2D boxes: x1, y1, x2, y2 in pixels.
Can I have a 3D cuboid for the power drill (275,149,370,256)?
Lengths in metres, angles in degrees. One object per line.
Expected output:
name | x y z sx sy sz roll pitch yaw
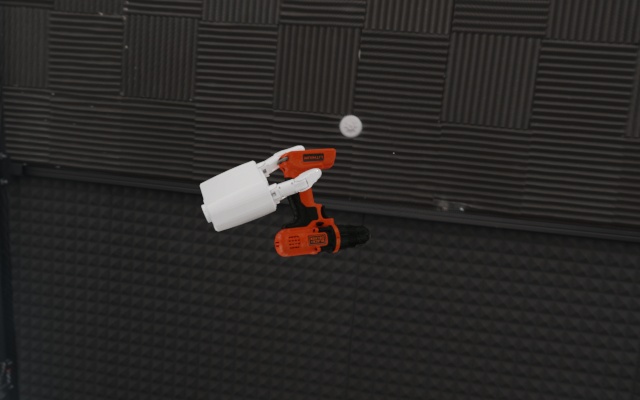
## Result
power drill | 0.000 0.002 0.865 0.184 0.187 0.057 -5 -6 -27
